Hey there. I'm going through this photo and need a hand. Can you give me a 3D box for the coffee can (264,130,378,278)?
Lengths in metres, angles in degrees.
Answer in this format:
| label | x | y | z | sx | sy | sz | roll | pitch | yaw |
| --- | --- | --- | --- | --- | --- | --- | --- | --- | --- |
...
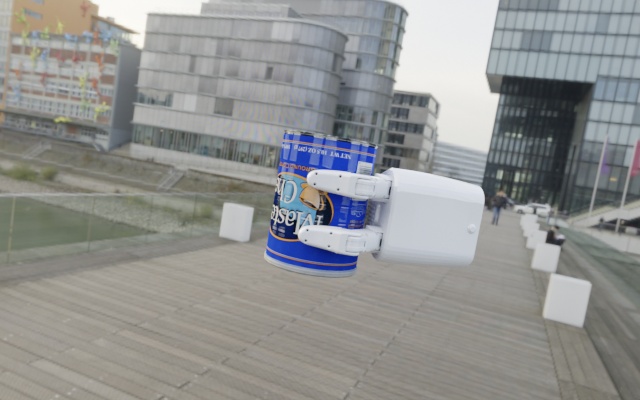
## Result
| label | x | y | z | sx | sy | sz | roll | pitch | yaw |
| --- | --- | --- | --- | --- | --- | --- | --- | --- | --- |
| coffee can | 0.000 | 0.002 | 0.518 | 0.103 | 0.140 | 0.103 | 9 | 5 | -1 |
